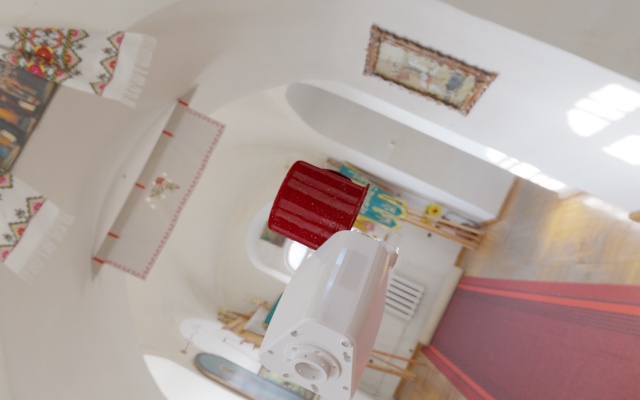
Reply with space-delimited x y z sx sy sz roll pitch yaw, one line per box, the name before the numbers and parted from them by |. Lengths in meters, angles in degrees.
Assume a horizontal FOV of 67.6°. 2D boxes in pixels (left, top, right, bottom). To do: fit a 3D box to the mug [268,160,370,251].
mug | 0.000 0.001 0.512 0.081 0.093 0.117 24 42 3
